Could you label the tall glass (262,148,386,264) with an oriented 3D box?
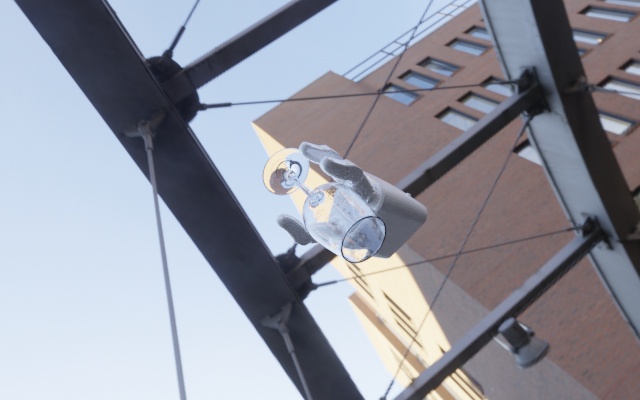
[{"bbox_3d":[0.000,0.002,0.611,0.079,0.079,0.201,0,26,-33],"label":"tall glass"}]
